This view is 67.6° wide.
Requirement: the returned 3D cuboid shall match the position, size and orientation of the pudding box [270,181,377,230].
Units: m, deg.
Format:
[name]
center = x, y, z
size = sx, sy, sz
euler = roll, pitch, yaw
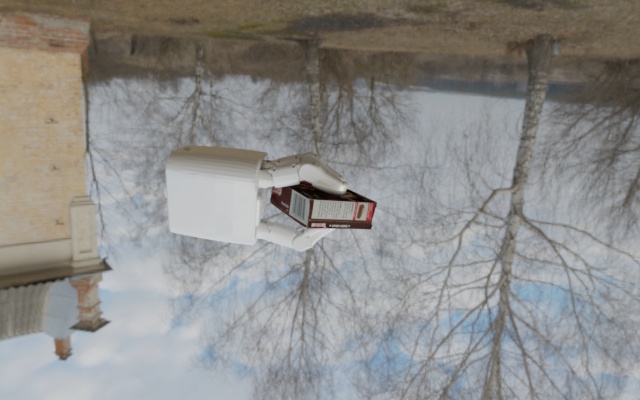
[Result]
[pudding box]
center = 0.000, 0.002, 0.582
size = 0.090, 0.039, 0.113
euler = 2, 16, -28
